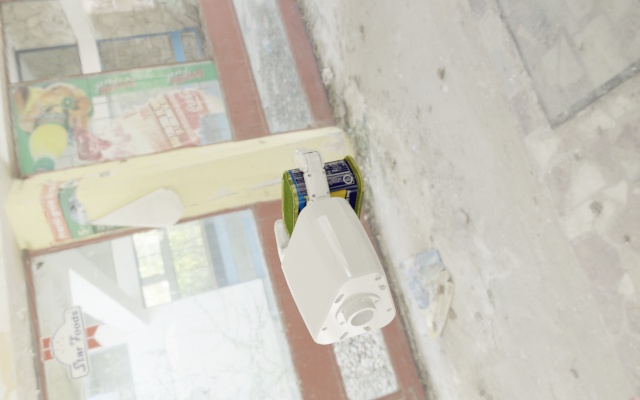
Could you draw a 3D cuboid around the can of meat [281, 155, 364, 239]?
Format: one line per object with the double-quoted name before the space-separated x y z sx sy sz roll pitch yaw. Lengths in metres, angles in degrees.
"can of meat" 0.000 0.002 0.574 0.084 0.102 0.057 -13 48 -15
